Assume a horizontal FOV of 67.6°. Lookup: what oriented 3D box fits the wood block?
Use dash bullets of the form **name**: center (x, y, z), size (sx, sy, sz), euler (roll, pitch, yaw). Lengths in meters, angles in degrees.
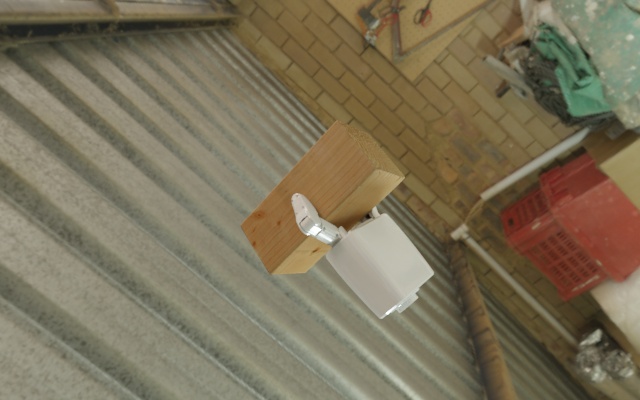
- **wood block**: center (0.000, 0.003, 0.654), size (0.206, 0.090, 0.091), euler (-45, -27, 20)
